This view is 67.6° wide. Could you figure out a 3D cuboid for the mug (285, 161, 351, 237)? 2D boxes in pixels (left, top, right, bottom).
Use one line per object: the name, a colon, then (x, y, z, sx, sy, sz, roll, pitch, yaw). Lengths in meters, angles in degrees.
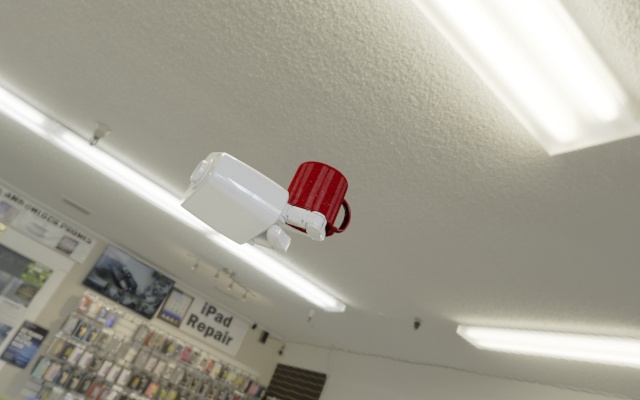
mug: (0.001, 0.003, 0.709, 0.117, 0.081, 0.093, 34, -26, -23)
